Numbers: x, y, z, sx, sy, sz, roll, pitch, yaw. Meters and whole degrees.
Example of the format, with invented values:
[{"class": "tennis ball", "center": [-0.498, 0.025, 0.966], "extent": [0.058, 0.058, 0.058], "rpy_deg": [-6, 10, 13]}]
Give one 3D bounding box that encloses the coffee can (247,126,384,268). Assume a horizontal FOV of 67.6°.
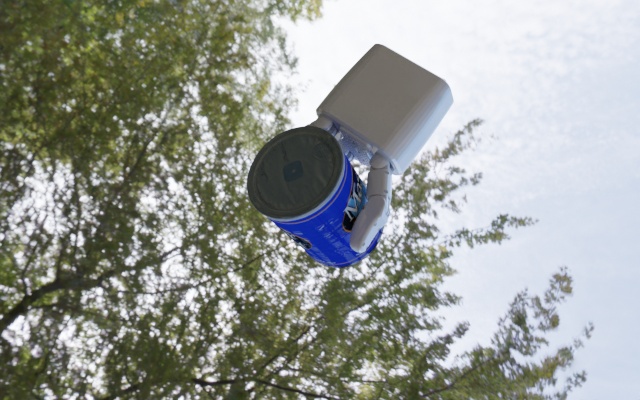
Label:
[{"class": "coffee can", "center": [0.000, 0.002, 0.514], "extent": [0.103, 0.102, 0.140], "rpy_deg": [0, -26, 25]}]
